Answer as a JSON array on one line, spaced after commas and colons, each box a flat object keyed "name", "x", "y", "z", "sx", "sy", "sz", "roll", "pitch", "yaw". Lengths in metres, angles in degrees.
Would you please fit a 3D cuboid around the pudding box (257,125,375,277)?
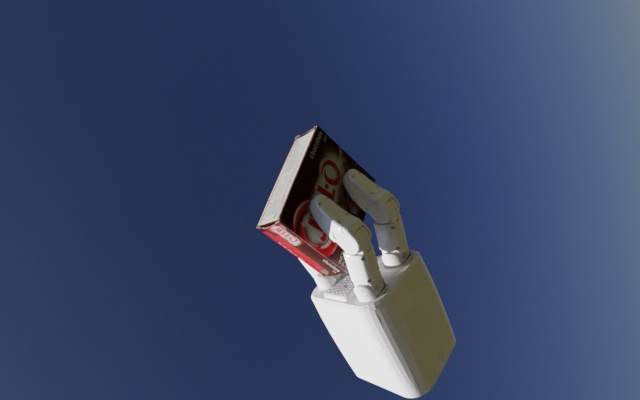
[{"name": "pudding box", "x": 0.000, "y": 0.002, "z": 0.450, "sx": 0.039, "sy": 0.113, "sz": 0.090, "roll": -18, "pitch": -47, "yaw": 42}]
